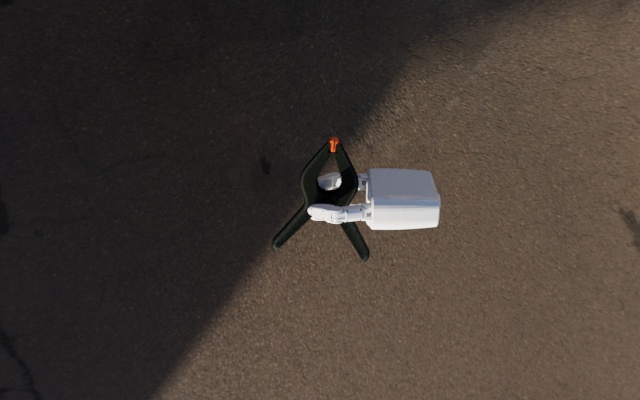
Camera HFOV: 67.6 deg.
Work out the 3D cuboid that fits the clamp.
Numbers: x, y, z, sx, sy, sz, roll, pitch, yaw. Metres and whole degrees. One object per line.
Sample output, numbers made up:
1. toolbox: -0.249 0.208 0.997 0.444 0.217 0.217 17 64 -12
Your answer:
1. clamp: 0.000 0.002 0.775 0.164 0.210 0.036 0 19 2
